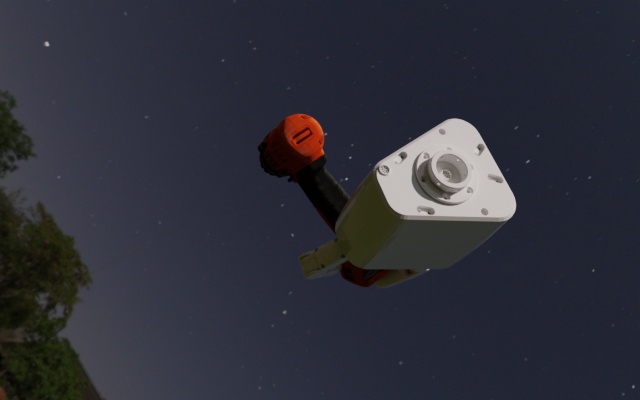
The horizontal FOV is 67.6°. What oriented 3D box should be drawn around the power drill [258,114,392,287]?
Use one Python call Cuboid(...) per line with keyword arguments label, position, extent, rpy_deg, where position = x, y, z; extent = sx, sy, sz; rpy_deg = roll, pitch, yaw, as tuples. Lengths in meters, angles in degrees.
Cuboid(label="power drill", position=(0.000, 0.002, 0.522), extent=(0.057, 0.187, 0.184), rpy_deg=(-38, 6, -11))
